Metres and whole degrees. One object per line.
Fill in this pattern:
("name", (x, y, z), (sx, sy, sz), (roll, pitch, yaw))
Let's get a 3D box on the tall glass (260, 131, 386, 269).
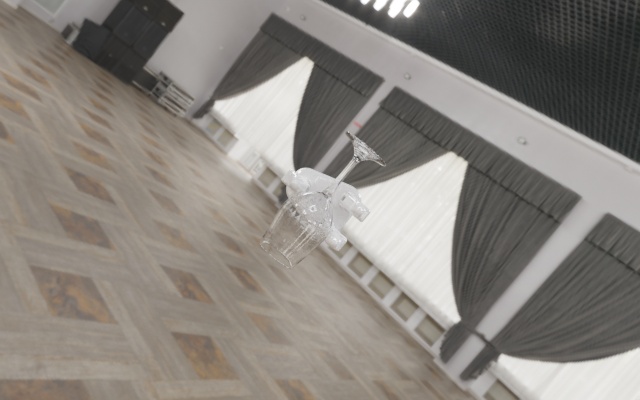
("tall glass", (0.001, 0.002, 0.680), (0.079, 0.201, 0.079), (40, 2, -2))
